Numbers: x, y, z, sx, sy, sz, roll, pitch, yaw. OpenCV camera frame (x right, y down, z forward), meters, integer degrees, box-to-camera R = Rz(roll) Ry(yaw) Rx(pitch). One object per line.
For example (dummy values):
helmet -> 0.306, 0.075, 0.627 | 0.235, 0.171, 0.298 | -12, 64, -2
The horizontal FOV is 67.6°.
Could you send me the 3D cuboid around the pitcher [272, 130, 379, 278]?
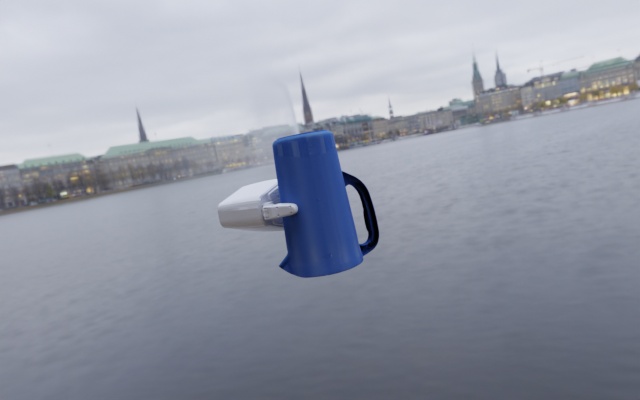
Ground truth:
pitcher -> 0.000, 0.003, 0.838 | 0.145, 0.243, 0.149 | -7, 6, 32
